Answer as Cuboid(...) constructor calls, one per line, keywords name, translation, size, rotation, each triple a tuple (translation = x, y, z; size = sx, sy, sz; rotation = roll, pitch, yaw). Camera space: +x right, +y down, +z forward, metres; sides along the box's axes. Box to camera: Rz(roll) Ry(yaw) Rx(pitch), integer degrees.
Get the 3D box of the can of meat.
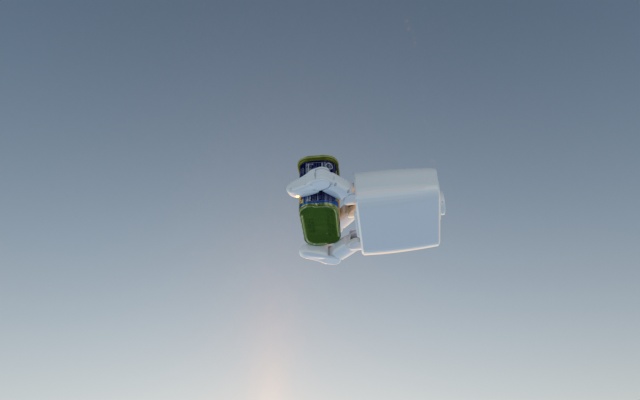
Cuboid(name="can of meat", translation=(0.000, 0.002, 0.658), size=(0.057, 0.084, 0.102), rotation=(-4, -37, 4))
